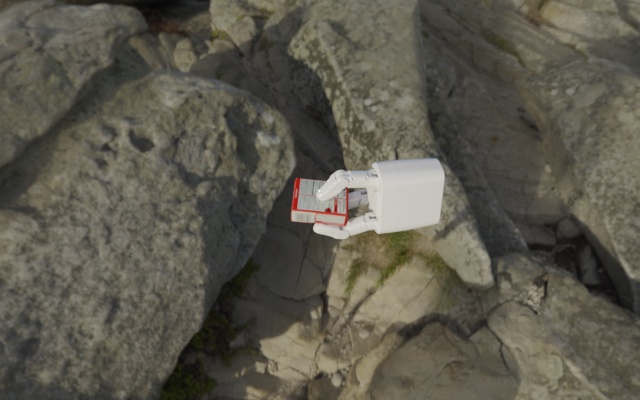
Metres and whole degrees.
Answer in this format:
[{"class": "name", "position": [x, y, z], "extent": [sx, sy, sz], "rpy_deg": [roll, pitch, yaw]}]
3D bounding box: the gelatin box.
[{"class": "gelatin box", "position": [0.000, 0.002, 0.763], "extent": [0.089, 0.073, 0.030], "rpy_deg": [6, -43, -2]}]
